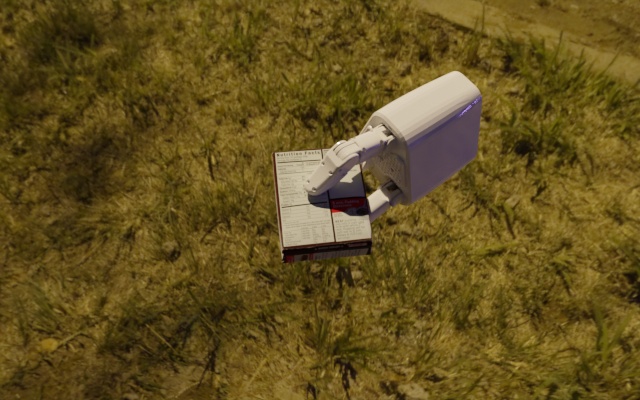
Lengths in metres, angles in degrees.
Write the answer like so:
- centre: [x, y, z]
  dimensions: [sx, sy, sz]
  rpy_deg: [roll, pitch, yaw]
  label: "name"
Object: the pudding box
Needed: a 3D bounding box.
- centre: [0.000, 0.001, 0.478]
  dimensions: [0.090, 0.113, 0.039]
  rpy_deg: [-5, -29, -4]
  label: "pudding box"
